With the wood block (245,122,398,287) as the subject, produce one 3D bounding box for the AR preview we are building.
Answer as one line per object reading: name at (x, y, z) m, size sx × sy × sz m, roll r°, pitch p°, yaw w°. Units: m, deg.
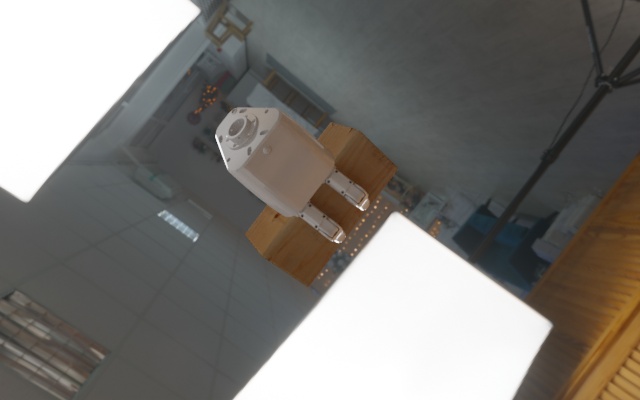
wood block at (0.000, 0.002, 0.674) m, size 0.090 × 0.206 × 0.090 m, roll 39°, pitch -2°, yaw -29°
